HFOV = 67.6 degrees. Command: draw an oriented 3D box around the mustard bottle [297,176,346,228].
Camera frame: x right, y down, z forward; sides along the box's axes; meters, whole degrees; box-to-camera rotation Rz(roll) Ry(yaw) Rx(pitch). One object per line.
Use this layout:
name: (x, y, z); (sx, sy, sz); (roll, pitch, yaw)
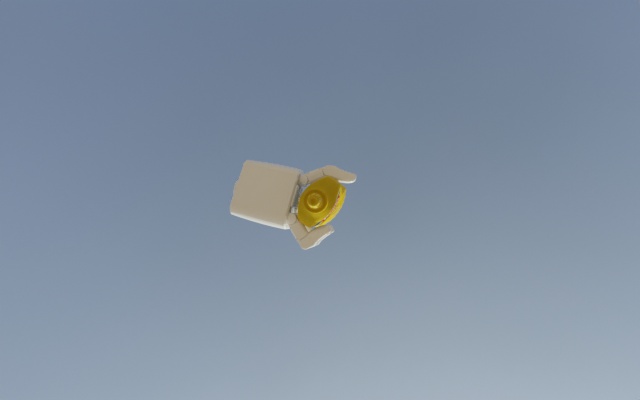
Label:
mustard bottle: (0.000, 0.003, 0.850); (0.058, 0.096, 0.191); (38, 3, 7)
